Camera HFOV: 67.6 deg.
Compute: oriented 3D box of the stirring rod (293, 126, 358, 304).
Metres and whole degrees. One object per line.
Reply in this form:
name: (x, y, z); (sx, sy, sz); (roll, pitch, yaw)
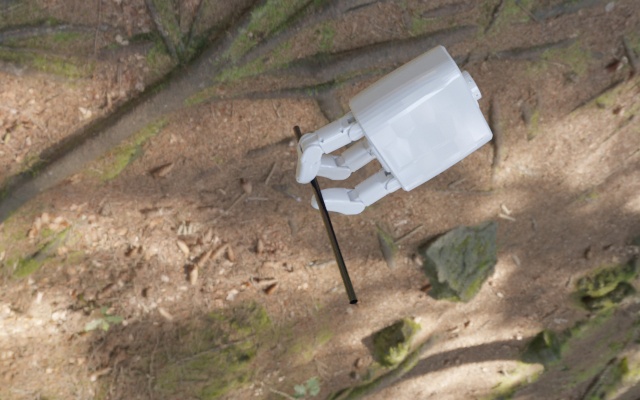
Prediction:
stirring rod: (0.000, 0.002, 0.501); (0.011, 0.239, 0.011); (-11, -39, -9)
